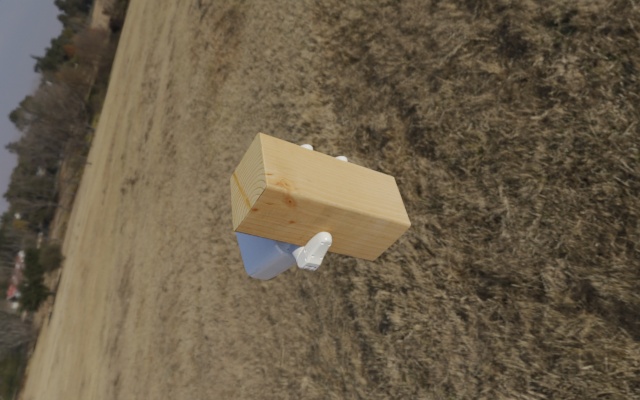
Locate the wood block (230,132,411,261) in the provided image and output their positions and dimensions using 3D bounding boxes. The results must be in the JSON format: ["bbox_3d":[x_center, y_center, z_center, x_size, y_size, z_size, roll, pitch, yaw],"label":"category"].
[{"bbox_3d":[0.000,0.002,0.609,0.206,0.090,0.090,15,-46,-29],"label":"wood block"}]
